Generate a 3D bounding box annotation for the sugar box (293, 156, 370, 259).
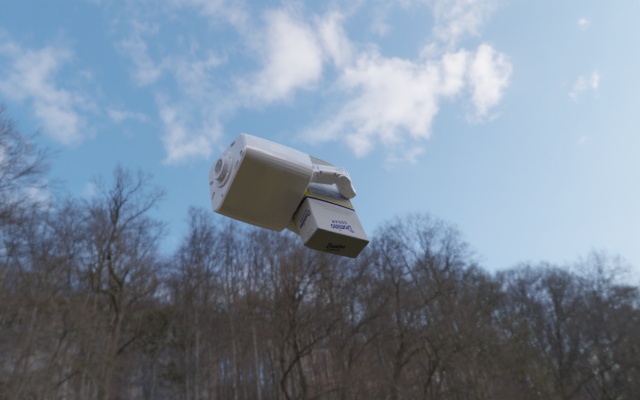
[{"bbox_3d":[0.000,0.003,0.712,0.093,0.176,0.048,17,-53,-32],"label":"sugar box"}]
